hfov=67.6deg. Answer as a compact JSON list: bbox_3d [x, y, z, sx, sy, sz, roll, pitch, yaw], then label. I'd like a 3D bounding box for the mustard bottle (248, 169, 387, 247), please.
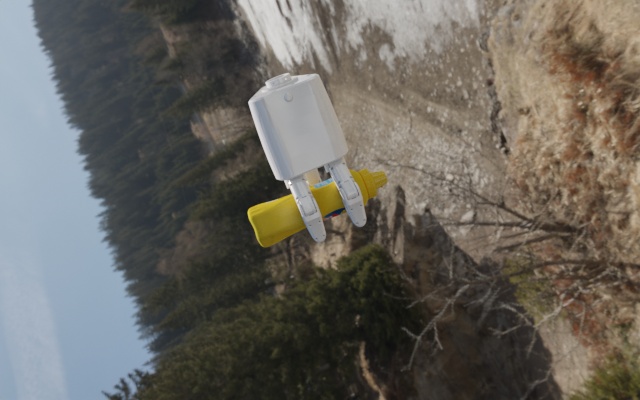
[{"bbox_3d":[0.000,0.003,0.650,0.191,0.058,0.096,-22,-3,-4],"label":"mustard bottle"}]
